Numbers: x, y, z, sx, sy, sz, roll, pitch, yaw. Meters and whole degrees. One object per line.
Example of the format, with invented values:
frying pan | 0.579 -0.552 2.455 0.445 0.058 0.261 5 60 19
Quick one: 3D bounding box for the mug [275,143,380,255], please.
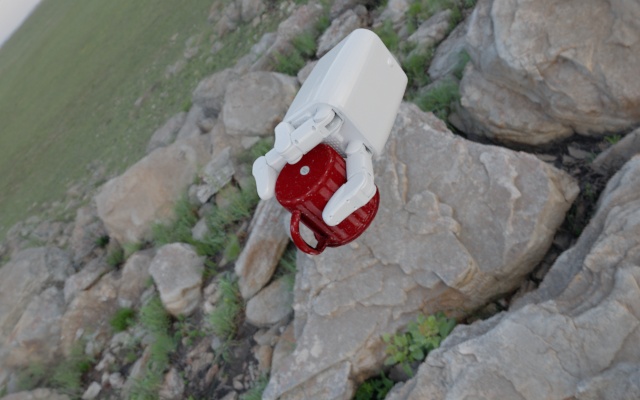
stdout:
mug | -0.001 0.003 0.517 0.093 0.117 0.081 -2 -34 45
